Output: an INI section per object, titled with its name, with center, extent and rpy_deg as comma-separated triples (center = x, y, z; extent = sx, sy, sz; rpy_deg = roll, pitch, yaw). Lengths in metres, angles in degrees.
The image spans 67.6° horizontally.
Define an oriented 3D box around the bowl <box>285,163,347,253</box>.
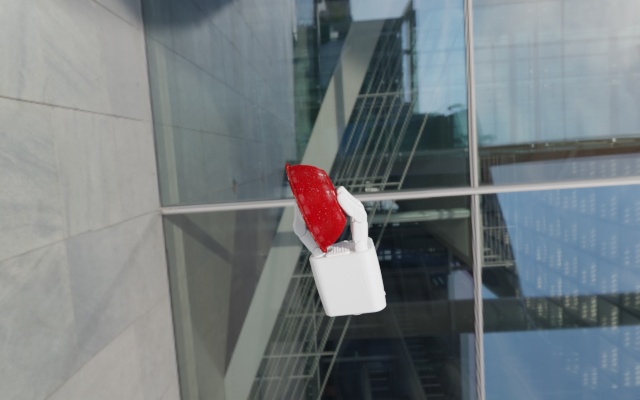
[bowl]
center = 0.000, 0.001, 0.782
extent = 0.055, 0.162, 0.162
rpy_deg = -24, -2, 5
